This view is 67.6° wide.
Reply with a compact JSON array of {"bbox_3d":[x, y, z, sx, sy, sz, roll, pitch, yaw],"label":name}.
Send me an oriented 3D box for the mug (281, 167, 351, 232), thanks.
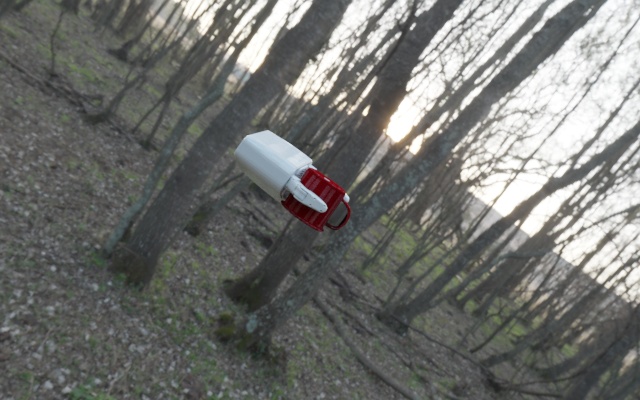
[{"bbox_3d":[0.001,0.003,0.840,0.117,0.081,0.093,36,6,6],"label":"mug"}]
